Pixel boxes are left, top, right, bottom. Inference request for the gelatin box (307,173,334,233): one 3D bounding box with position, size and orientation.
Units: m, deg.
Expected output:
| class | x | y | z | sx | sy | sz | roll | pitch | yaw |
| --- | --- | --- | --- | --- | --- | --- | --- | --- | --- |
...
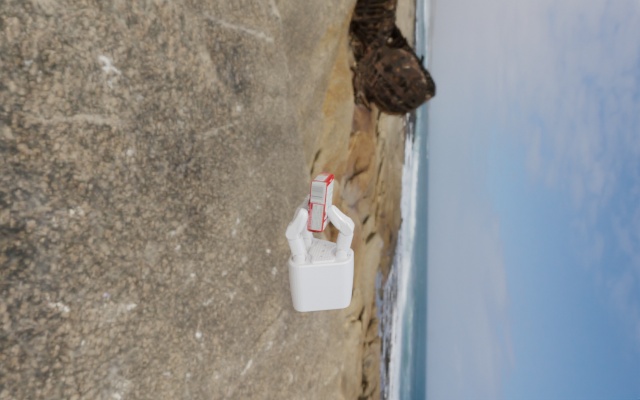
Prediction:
| class | x | y | z | sx | sy | sz | roll | pitch | yaw |
| --- | --- | --- | --- | --- | --- | --- | --- | --- | --- |
| gelatin box | 0.001 | 0.002 | 0.817 | 0.030 | 0.089 | 0.073 | 8 | 15 | 9 |
